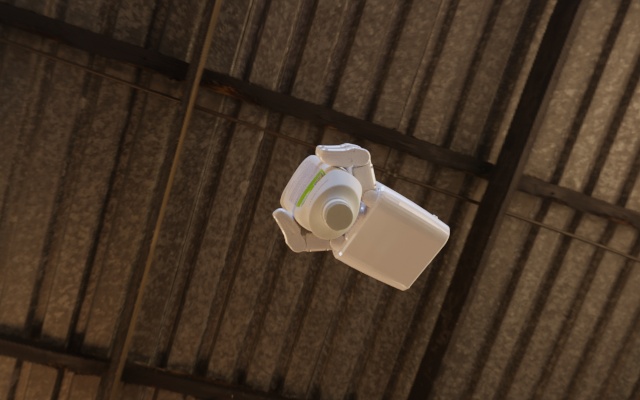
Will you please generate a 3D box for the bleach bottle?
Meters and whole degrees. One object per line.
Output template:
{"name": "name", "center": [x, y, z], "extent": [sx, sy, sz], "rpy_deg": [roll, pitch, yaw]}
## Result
{"name": "bleach bottle", "center": [0.000, 0.002, 0.603], "extent": [0.068, 0.102, 0.250], "rpy_deg": [30, 6, -11]}
